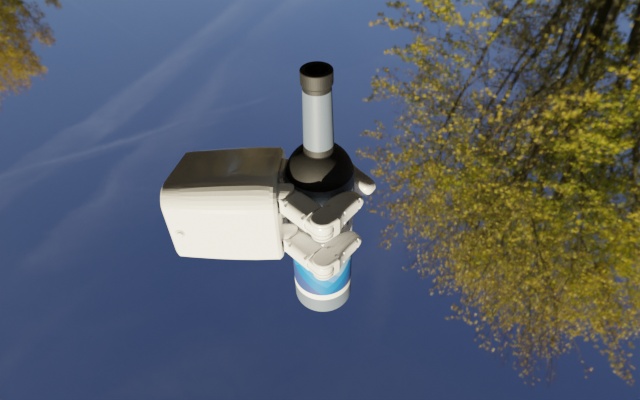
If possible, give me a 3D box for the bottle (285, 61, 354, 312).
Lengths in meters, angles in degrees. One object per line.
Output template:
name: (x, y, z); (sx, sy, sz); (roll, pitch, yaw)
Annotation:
bottle: (0.000, 0.002, 0.481); (0.069, 0.296, 0.069); (-1, 44, 1)
